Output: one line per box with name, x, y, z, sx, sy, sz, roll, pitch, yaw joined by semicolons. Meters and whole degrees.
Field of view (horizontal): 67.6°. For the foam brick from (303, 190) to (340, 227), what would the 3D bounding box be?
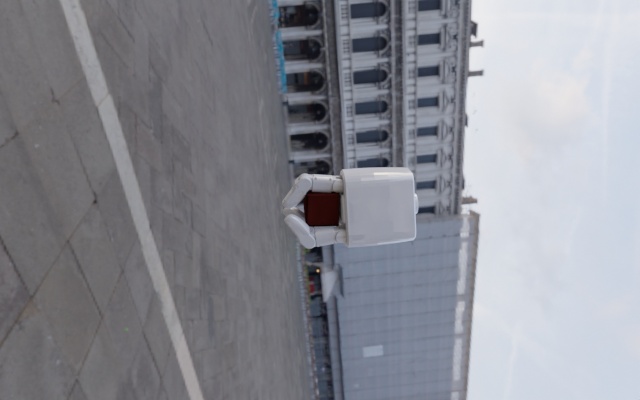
foam brick;0.000;0.002;0.748;0.051;0.053;0.078;-2;23;-4
